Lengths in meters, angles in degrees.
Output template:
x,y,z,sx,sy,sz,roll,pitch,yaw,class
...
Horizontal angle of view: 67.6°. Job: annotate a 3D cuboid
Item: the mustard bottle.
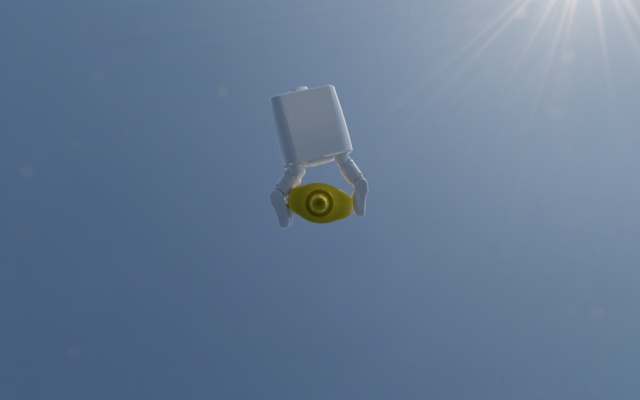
x,y,z,sx,sy,sz,roll,pitch,yaw,class
0.000,0.003,0.725,0.096,0.058,0.191,10,1,1,mustard bottle
